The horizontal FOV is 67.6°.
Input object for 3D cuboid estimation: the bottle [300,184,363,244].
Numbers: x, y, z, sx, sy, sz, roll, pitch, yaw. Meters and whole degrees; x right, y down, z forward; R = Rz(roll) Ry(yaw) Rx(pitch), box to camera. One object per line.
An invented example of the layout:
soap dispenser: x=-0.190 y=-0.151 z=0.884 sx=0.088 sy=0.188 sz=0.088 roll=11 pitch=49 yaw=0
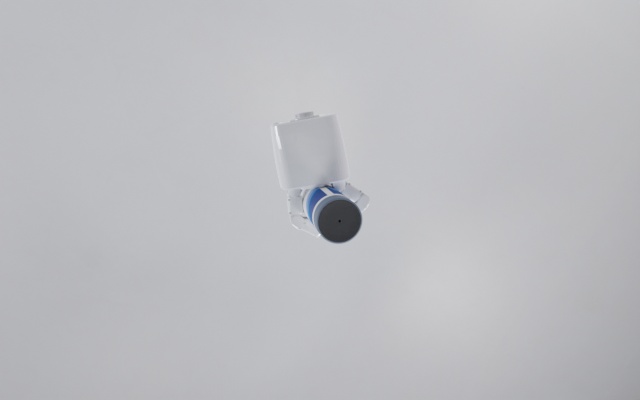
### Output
bottle: x=0.000 y=0.003 z=0.809 sx=0.069 sy=0.069 sz=0.295 roll=0 pitch=10 yaw=-11
